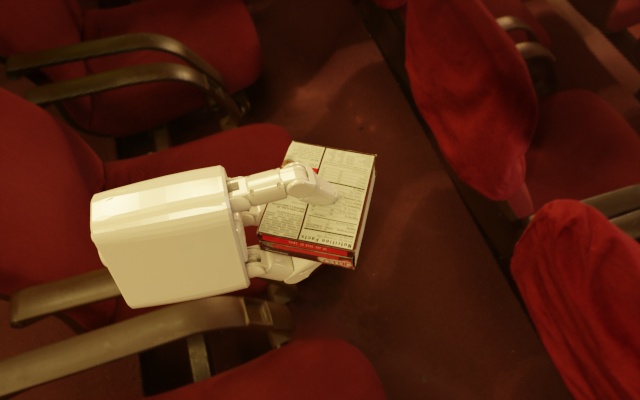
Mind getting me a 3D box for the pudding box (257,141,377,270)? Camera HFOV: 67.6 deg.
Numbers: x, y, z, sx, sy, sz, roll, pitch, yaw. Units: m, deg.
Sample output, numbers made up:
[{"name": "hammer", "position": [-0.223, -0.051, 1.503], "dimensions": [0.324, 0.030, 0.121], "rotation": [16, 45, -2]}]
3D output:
[{"name": "pudding box", "position": [0.000, 0.001, 0.448], "dimensions": [0.090, 0.113, 0.039], "rotation": [11, -31, 9]}]
